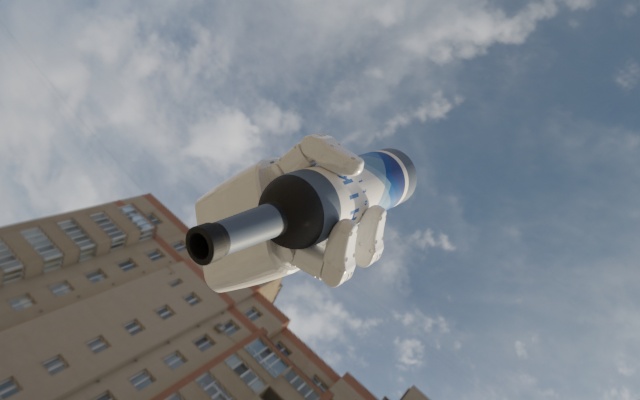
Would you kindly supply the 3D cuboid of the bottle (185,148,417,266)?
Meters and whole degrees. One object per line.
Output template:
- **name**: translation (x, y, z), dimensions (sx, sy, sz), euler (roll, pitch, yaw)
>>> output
- **bottle**: translation (0.000, 0.001, 0.437), dimensions (0.069, 0.069, 0.295), euler (0, 11, 34)
